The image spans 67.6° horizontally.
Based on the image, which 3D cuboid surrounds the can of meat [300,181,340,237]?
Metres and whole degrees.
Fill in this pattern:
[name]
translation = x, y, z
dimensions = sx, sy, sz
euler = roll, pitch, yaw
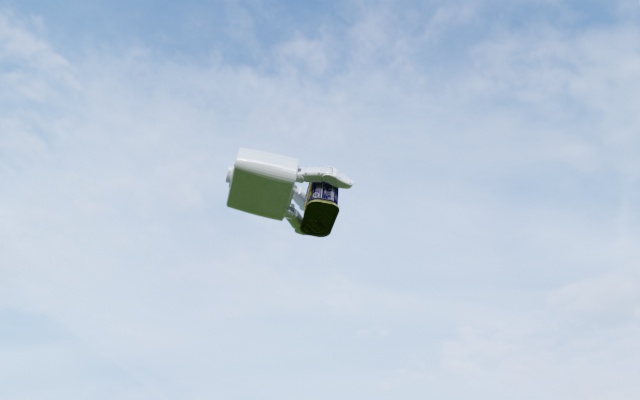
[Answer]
[can of meat]
translation = 0.000, 0.003, 0.862
dimensions = 0.057, 0.083, 0.102
euler = 10, -40, -7
